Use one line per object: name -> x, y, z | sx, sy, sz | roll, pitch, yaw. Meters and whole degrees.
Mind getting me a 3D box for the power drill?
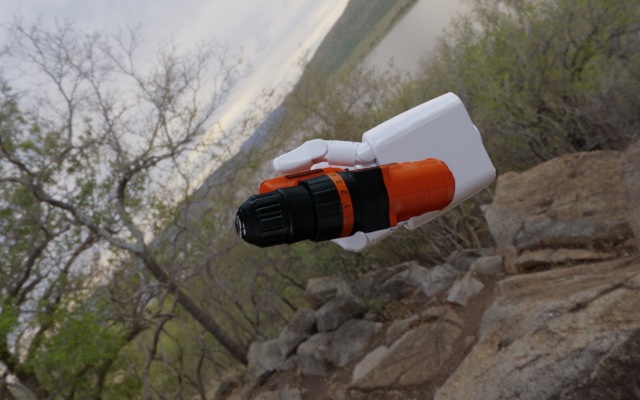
power drill -> 0.000, 0.001, 0.441 | 0.184, 0.057, 0.187 | -10, 6, -20
